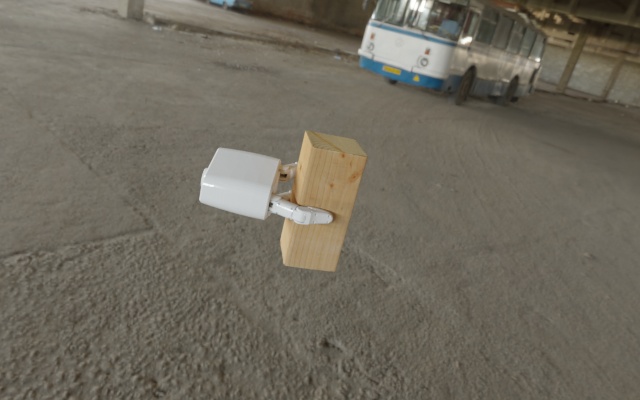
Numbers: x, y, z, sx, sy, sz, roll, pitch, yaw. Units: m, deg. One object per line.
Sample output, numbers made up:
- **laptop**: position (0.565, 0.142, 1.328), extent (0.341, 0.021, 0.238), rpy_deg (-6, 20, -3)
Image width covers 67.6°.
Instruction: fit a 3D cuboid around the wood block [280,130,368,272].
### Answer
- **wood block**: position (0.000, 0.003, 0.786), extent (0.090, 0.206, 0.090), rpy_deg (9, 22, -13)
